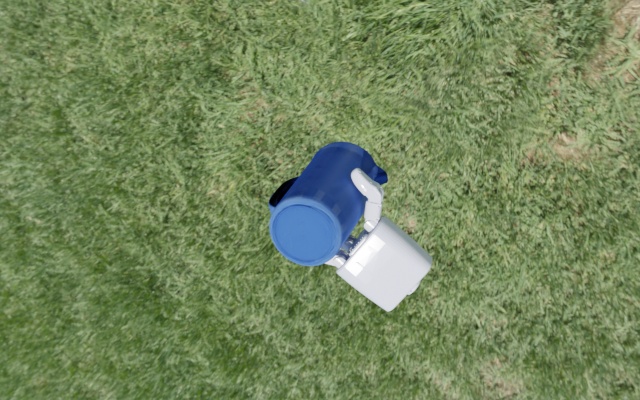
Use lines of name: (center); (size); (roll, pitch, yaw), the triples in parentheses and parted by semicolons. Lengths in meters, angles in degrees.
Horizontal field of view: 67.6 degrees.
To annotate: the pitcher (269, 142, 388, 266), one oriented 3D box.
pitcher: (0.000, 0.003, 0.766); (0.145, 0.149, 0.242); (39, 28, -1)
